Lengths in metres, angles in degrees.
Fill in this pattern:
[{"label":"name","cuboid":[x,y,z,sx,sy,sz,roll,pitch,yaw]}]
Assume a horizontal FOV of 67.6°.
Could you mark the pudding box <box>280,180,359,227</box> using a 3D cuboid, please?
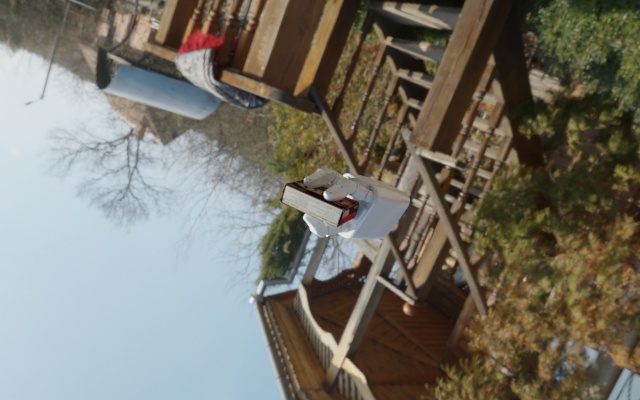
[{"label":"pudding box","cuboid":[0.000,0.003,0.814,0.113,0.039,0.090,21,13,16]}]
